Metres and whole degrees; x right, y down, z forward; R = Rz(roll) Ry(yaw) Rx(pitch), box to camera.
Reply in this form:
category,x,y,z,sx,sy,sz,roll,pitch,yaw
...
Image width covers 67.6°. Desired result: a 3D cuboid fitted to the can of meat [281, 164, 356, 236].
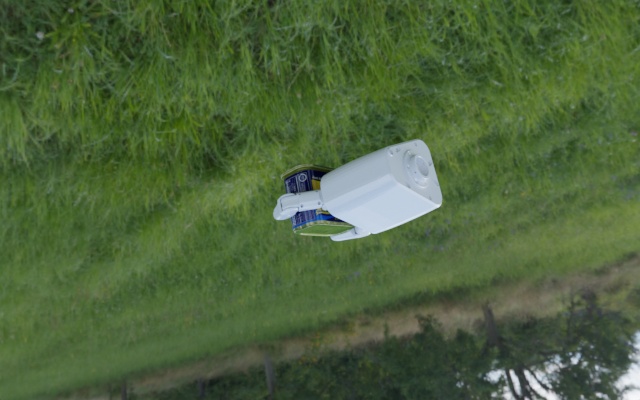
category,x,y,z,sx,sy,sz,roll,pitch,yaw
can of meat,0.000,0.002,0.664,0.057,0.084,0.102,-24,-20,38
